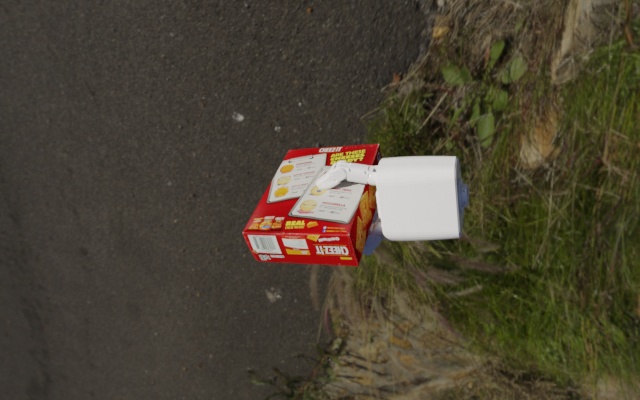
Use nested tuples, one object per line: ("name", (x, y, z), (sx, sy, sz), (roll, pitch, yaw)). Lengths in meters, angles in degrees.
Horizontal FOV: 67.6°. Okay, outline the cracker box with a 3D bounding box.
("cracker box", (0.000, 0.002, 0.740), (0.164, 0.072, 0.213), (-1, 39, 22))
